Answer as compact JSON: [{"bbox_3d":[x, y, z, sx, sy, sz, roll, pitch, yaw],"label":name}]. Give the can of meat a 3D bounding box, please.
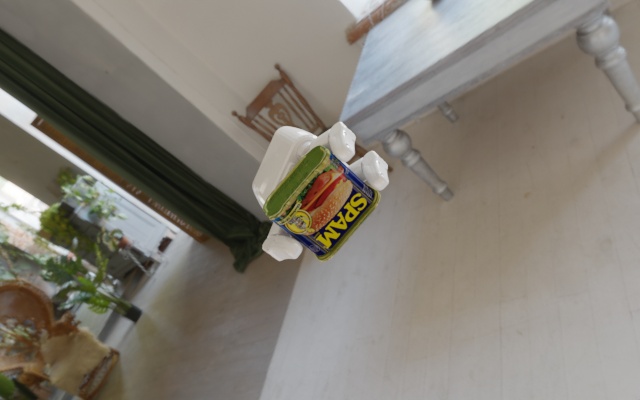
[{"bbox_3d":[0.000,0.002,0.524,0.084,0.102,0.057,40,2,-25],"label":"can of meat"}]
